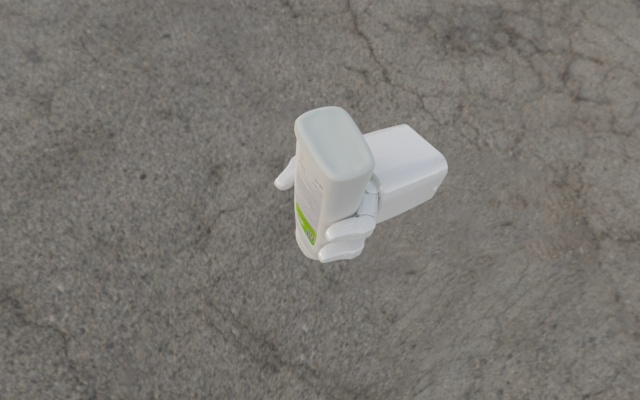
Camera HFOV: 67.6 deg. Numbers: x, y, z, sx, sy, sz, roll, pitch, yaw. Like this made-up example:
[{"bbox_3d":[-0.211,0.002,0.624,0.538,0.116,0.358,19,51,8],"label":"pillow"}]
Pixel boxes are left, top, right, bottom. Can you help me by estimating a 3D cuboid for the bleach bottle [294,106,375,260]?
[{"bbox_3d":[0.000,0.002,0.612,0.068,0.102,0.251,-19,-26,-19],"label":"bleach bottle"}]
